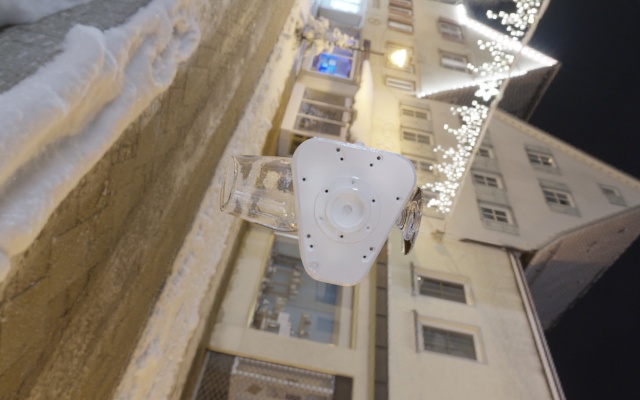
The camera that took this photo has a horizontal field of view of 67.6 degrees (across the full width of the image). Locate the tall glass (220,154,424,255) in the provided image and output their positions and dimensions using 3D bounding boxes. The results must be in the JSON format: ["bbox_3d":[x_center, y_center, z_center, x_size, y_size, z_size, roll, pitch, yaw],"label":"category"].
[{"bbox_3d":[0.001,0.002,0.503,0.201,0.079,0.079,12,0,-1],"label":"tall glass"}]
